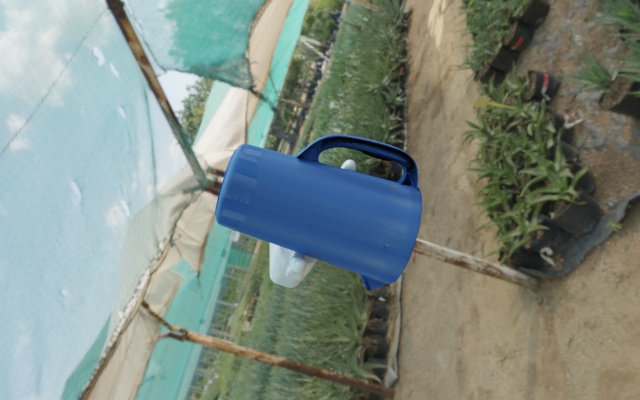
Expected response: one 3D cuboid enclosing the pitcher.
[{"bbox_3d":[0.000,0.002,0.609,0.243,0.149,0.145,17,-33,-6],"label":"pitcher"}]
